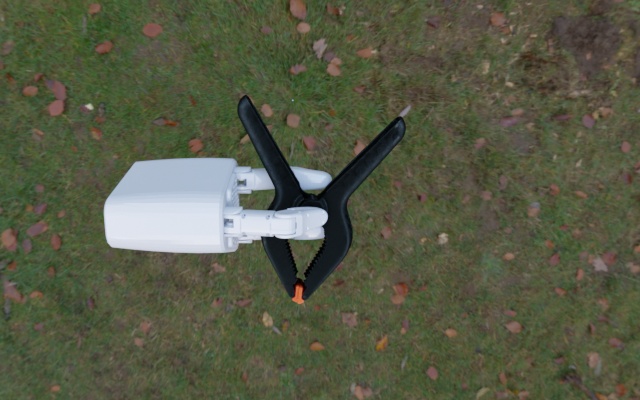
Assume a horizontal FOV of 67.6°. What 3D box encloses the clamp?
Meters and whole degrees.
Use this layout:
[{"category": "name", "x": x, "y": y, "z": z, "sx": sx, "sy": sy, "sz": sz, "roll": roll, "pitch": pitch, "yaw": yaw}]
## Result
[{"category": "clamp", "x": 0.000, "y": 0.002, "z": 0.483, "sx": 0.164, "sy": 0.210, "sz": 0.036, "roll": 1, "pitch": 12, "yaw": 0}]
